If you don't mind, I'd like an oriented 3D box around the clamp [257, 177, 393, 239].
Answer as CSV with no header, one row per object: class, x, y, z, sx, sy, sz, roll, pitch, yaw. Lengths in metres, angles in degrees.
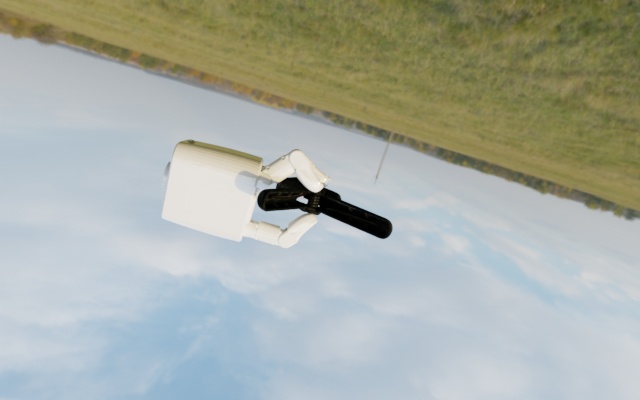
clamp,0.000,0.003,0.636,0.164,0.036,0.210,16,8,-8
